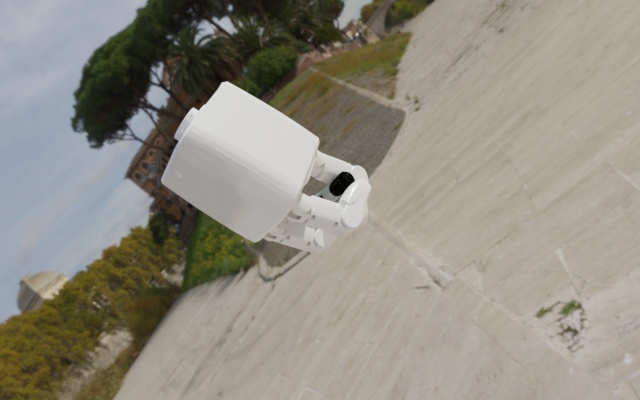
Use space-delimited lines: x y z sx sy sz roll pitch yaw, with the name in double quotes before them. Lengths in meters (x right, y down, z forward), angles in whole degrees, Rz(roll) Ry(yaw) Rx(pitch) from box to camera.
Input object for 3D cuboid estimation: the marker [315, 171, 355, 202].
"marker" 0.000 0.002 0.500 0.020 0.020 0.121 0 -23 -30
